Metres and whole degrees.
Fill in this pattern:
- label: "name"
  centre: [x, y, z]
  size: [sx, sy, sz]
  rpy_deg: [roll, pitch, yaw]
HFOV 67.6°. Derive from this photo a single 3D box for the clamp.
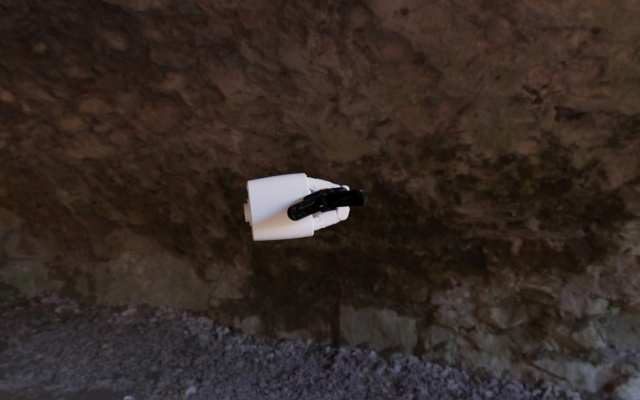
- label: "clamp"
  centre: [0.000, 0.002, 0.768]
  size: [0.120, 0.039, 0.171]
  rpy_deg: [-8, 3, -8]
